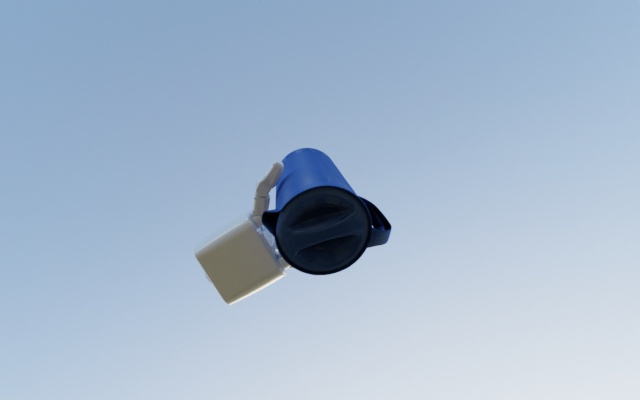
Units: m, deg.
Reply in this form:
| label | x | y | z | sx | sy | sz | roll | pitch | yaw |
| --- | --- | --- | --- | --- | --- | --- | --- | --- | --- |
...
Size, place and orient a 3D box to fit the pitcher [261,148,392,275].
| label | x | y | z | sx | sy | sz | roll | pitch | yaw |
| --- | --- | --- | --- | --- | --- | --- | --- | --- | --- |
| pitcher | 0.000 | 0.002 | 0.744 | 0.145 | 0.149 | 0.242 | -34 | 23 | 7 |
